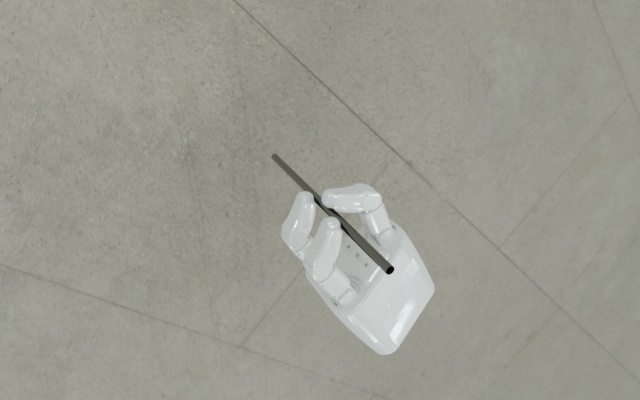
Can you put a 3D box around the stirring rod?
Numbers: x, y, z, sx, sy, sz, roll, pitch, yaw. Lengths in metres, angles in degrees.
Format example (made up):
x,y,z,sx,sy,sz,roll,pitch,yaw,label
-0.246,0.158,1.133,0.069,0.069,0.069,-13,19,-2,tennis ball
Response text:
x,y,z,sx,sy,sz,roll,pitch,yaw,label
0.000,0.001,0.461,0.011,0.011,0.239,0,26,-30,stirring rod
